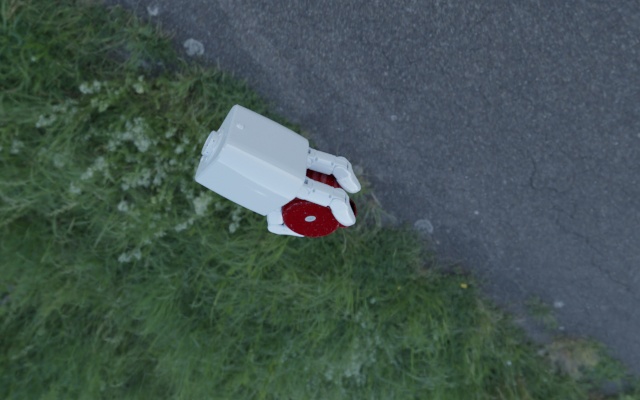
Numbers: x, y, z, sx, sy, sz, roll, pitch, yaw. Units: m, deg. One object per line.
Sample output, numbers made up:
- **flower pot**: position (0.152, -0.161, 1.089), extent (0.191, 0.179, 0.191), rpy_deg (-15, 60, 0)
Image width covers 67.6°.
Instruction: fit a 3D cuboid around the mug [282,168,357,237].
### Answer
- **mug**: position (0.001, 0.003, 0.676), extent (0.117, 0.081, 0.093), rpy_deg (26, -44, -22)
